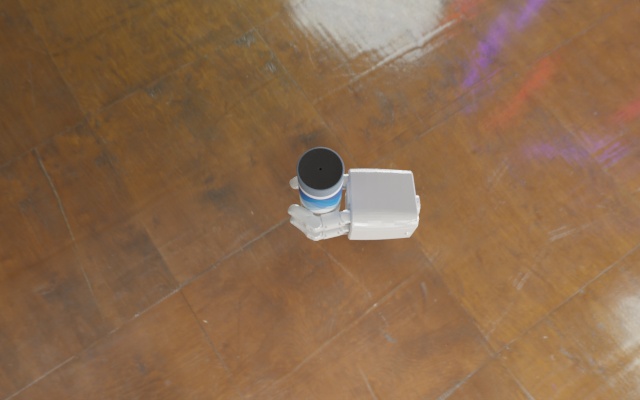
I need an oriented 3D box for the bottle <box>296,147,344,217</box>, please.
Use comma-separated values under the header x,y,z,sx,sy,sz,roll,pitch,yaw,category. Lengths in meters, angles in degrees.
x,y,z,sx,sy,sz,roll,pitch,yaw,category
0.000,0.002,0.797,0.069,0.069,0.296,0,-18,0,bottle
